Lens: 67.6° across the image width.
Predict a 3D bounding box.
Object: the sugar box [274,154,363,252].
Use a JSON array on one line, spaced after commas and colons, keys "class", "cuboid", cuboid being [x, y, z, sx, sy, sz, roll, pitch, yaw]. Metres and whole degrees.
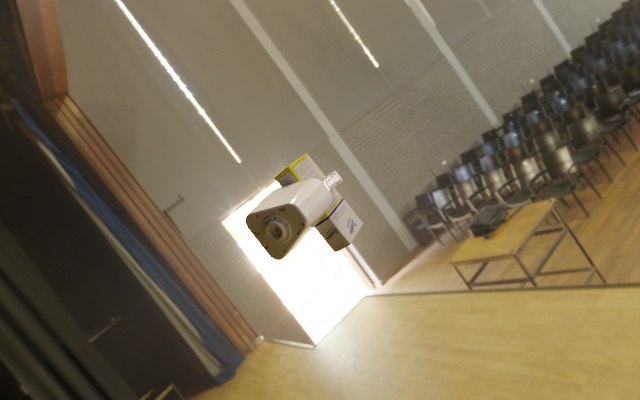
[{"class": "sugar box", "cuboid": [0.000, 0.003, 0.878, 0.048, 0.176, 0.093, -33, 7, 29]}]
